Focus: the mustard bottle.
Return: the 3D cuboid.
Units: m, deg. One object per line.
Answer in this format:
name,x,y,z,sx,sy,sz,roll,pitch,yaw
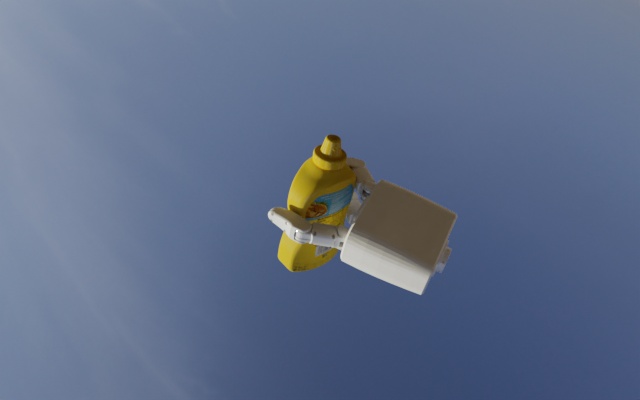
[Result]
mustard bottle,0.000,0.002,0.615,0.096,0.192,0.058,-21,48,-35
